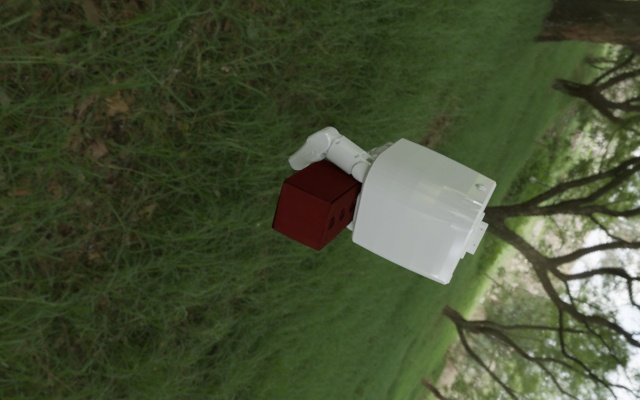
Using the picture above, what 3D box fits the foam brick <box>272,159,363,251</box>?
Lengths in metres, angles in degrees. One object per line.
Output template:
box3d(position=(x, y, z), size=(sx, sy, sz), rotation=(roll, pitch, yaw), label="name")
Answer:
box3d(position=(0.000, 0.002, 0.450), size=(0.051, 0.053, 0.078), rotation=(27, 32, 18), label="foam brick")
